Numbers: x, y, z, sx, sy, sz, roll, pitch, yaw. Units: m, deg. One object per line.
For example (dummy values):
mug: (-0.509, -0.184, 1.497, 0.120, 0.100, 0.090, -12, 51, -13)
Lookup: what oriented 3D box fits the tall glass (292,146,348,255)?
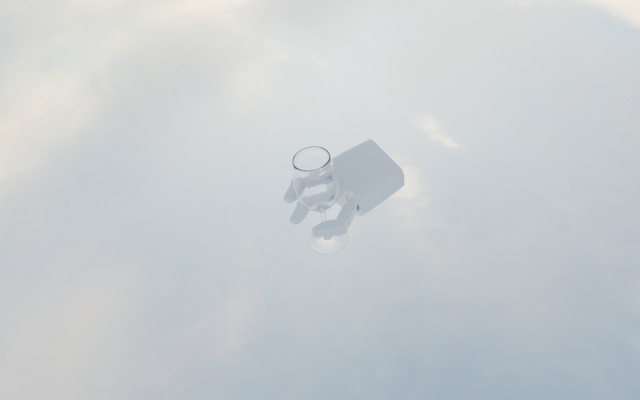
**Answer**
tall glass: (0.000, 0.003, 0.827, 0.079, 0.079, 0.201, 0, -44, 12)
